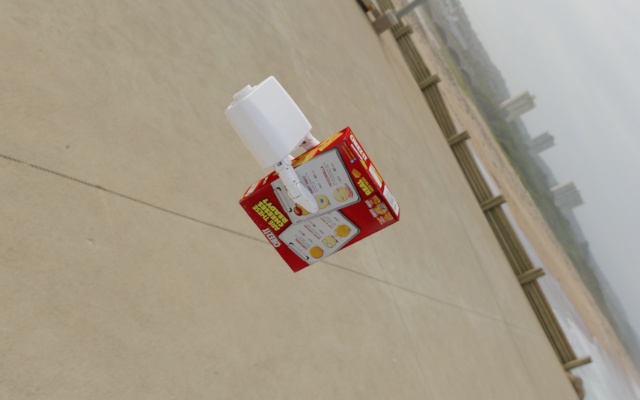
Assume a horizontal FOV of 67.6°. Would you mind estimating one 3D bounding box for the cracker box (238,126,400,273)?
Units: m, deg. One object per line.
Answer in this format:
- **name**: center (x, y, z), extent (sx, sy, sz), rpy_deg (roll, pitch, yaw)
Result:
- **cracker box**: center (0.000, 0.003, 0.796), extent (0.214, 0.164, 0.072), rpy_deg (-29, 18, 22)
